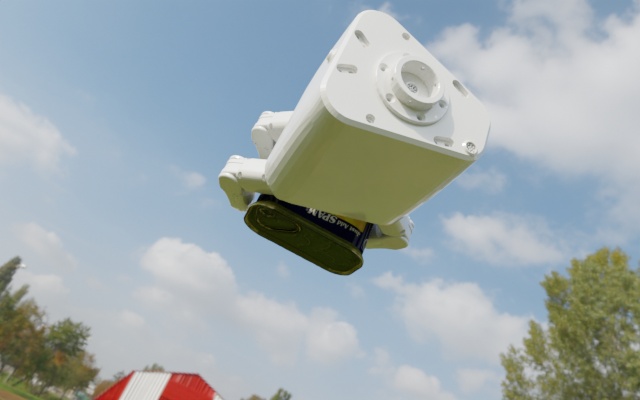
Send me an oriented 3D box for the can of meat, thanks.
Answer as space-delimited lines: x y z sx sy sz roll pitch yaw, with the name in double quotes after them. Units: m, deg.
0.000 0.001 0.406 0.102 0.084 0.057 28 -30 -6 "can of meat"
